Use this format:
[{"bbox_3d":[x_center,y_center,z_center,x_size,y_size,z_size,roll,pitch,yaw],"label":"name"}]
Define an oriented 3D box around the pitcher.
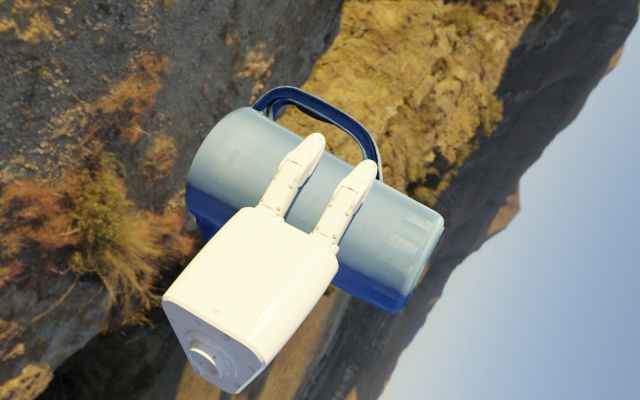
[{"bbox_3d":[0.000,0.002,0.490,0.243,0.149,0.145,27,47,14],"label":"pitcher"}]
